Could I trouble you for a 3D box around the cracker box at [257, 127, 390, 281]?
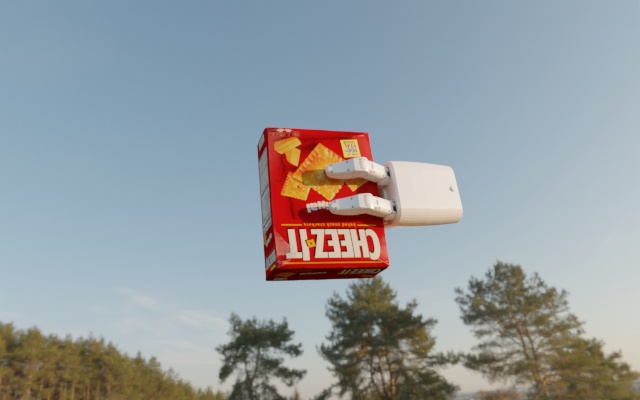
[{"bbox_3d":[0.000,0.002,0.689,0.164,0.213,0.072,1,-24,-18],"label":"cracker box"}]
